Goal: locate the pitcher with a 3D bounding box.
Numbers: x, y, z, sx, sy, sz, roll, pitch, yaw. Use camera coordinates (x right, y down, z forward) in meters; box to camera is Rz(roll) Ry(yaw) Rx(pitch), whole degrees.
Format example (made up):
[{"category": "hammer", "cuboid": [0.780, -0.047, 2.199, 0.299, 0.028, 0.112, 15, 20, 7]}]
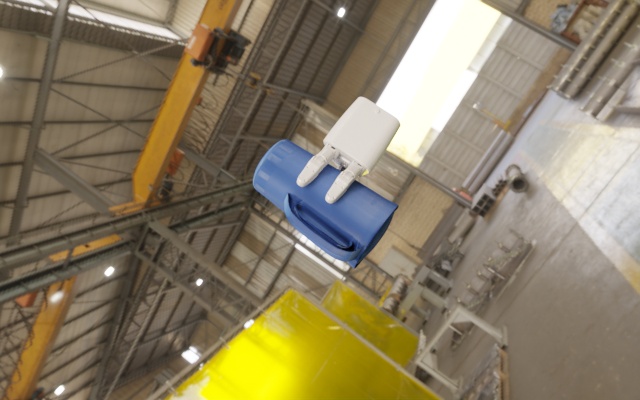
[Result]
[{"category": "pitcher", "cuboid": [0.000, 0.003, 0.831, 0.243, 0.145, 0.149, 34, -10, 11]}]
